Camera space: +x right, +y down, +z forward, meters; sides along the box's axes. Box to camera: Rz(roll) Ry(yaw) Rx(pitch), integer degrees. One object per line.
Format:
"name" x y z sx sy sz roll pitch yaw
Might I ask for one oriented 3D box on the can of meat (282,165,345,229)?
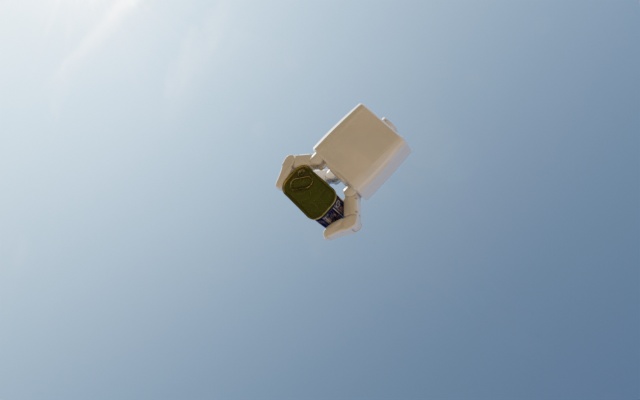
"can of meat" 0.000 0.003 0.754 0.102 0.057 0.084 43 1 38
